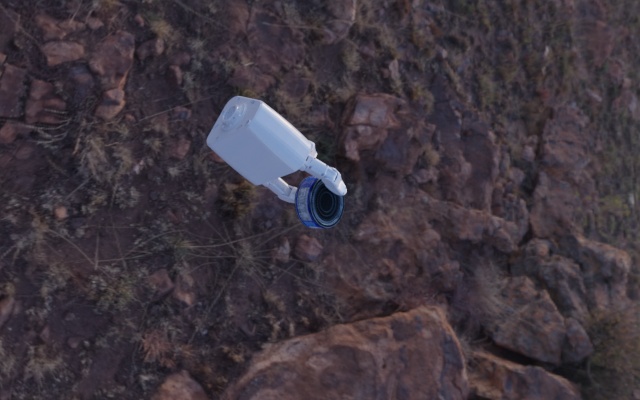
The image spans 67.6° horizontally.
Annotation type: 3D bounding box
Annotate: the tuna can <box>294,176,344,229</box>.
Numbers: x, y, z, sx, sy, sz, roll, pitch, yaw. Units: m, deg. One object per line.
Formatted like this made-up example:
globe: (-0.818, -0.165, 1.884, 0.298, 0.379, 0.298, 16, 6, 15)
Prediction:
tuna can: (0.001, 0.003, 0.763, 0.034, 0.086, 0.086, 0, 0, 42)
